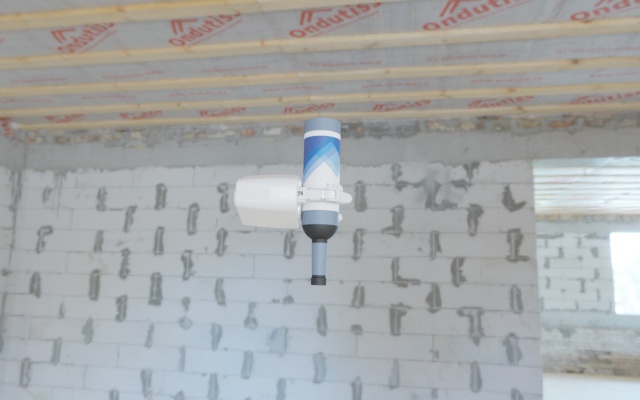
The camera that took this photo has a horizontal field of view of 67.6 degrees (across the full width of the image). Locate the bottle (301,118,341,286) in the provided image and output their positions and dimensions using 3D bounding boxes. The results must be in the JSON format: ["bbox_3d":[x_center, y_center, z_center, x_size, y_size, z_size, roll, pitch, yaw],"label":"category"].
[{"bbox_3d":[0.000,0.003,0.857,0.069,0.295,0.069,1,-9,0],"label":"bottle"}]
